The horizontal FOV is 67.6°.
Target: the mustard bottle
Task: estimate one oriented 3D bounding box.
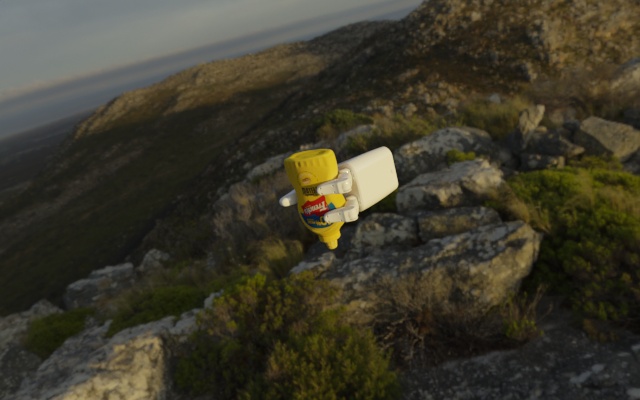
[{"bbox_3d":[0.000,0.003,0.894,0.096,0.192,0.058,-4,23,29],"label":"mustard bottle"}]
